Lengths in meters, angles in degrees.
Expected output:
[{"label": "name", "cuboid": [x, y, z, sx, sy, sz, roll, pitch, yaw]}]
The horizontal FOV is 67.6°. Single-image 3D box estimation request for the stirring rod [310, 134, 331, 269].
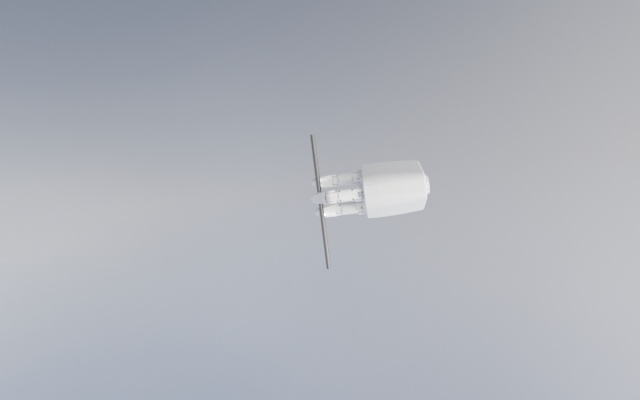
[{"label": "stirring rod", "cuboid": [0.000, 0.003, 0.851, 0.011, 0.239, 0.011, -7, 2, 0]}]
